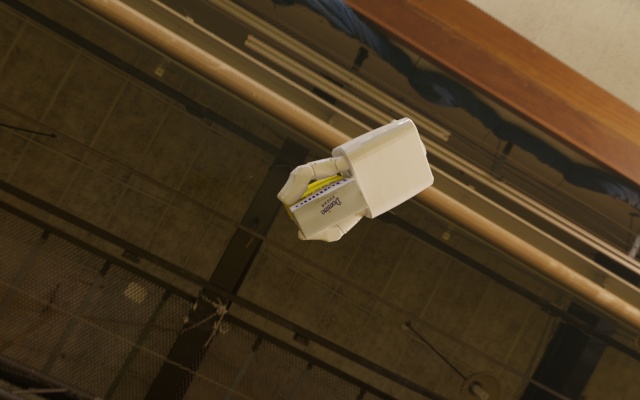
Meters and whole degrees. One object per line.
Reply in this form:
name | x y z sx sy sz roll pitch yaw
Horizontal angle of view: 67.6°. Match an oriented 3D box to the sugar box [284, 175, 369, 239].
sugar box | 0.000 0.002 0.674 0.093 0.048 0.176 -27 6 -6
